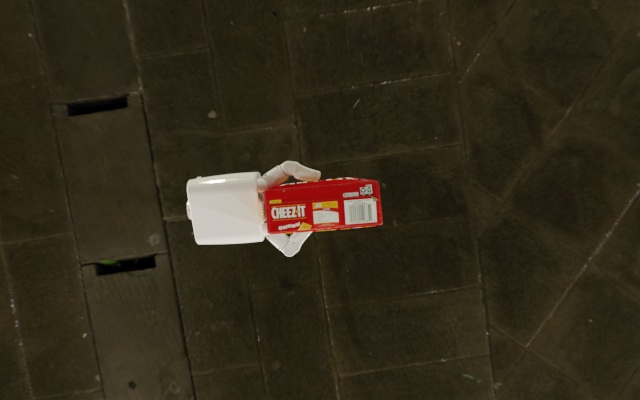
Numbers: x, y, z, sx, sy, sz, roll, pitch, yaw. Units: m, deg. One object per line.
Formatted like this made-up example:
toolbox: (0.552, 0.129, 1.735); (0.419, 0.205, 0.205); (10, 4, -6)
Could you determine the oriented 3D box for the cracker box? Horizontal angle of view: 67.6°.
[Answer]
cracker box: (0.000, 0.003, 0.765); (0.164, 0.072, 0.213); (-5, 4, -2)
